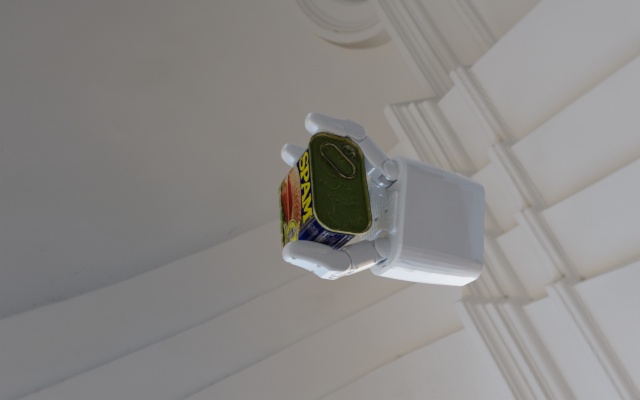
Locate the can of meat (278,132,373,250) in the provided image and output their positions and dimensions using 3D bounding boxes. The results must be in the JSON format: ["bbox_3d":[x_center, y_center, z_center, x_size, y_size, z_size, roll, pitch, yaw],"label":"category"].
[{"bbox_3d":[0.000,0.002,0.455,0.057,0.102,0.084,10,-32,-24],"label":"can of meat"}]
